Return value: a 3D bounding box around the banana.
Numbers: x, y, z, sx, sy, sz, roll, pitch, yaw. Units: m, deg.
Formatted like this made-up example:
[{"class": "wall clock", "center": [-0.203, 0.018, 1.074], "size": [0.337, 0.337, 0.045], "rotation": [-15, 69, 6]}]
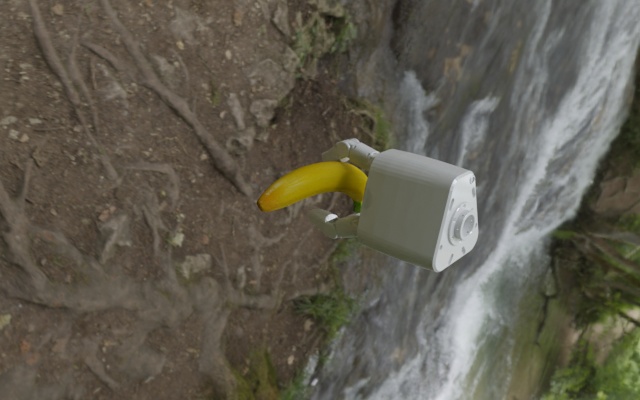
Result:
[{"class": "banana", "center": [0.007, -0.016, 0.590], "size": [0.037, 0.069, 0.198], "rotation": [24, 13, 40]}]
